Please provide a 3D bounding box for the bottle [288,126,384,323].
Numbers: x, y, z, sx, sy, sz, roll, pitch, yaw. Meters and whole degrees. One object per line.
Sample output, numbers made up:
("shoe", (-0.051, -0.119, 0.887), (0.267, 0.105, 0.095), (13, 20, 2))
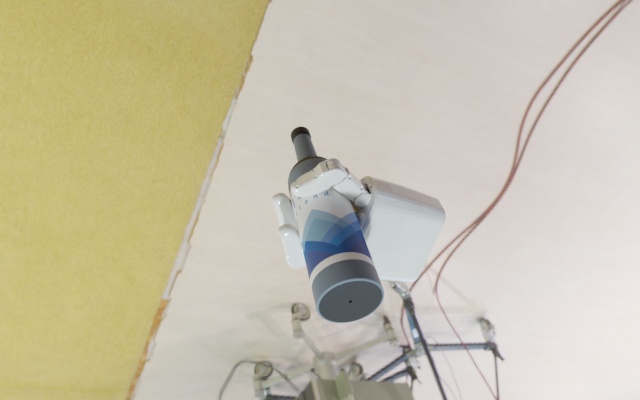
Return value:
("bottle", (0.000, 0.002, 0.559), (0.069, 0.069, 0.295), (0, 40, -15))
